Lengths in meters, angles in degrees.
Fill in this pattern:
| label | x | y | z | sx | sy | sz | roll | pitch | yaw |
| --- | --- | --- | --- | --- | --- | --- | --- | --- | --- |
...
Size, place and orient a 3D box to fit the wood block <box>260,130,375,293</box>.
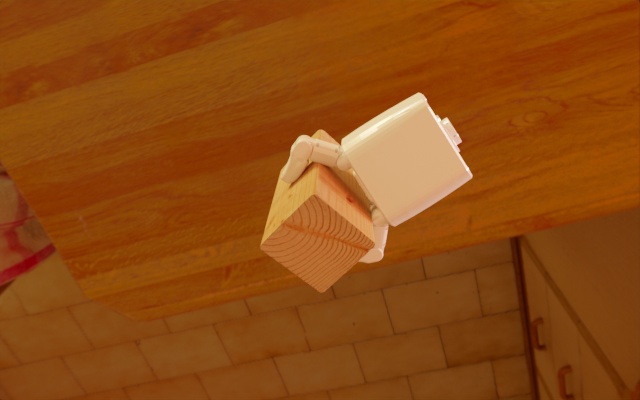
| label | x | y | z | sx | sy | sz | roll | pitch | yaw |
| --- | --- | --- | --- | --- | --- | --- | --- | --- | --- |
| wood block | 0.000 | 0.002 | 0.591 | 0.091 | 0.090 | 0.206 | 39 | 21 | -16 |
